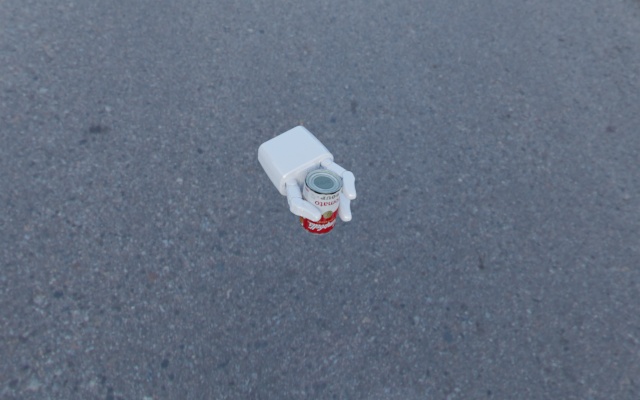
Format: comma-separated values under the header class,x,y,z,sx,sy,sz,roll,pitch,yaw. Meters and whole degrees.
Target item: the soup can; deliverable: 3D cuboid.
class,x,y,z,sx,sy,sz,roll,pitch,yaw
soup can,0.000,0.003,0.860,0.068,0.102,0.068,5,42,-5
